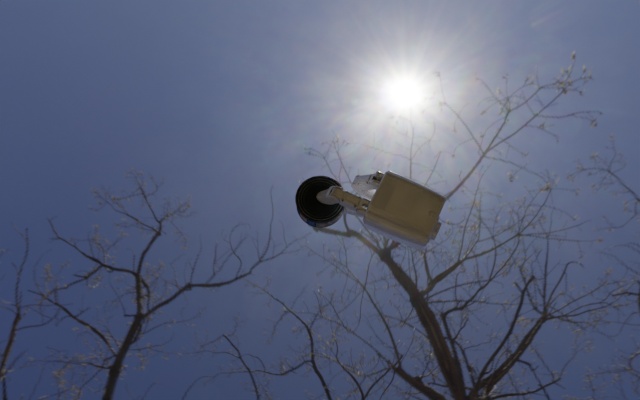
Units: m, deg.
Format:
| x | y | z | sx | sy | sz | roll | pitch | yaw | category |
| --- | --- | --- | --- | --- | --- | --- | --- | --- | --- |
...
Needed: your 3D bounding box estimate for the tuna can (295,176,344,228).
| x | y | z | sx | sy | sz | roll | pitch | yaw | category |
| --- | --- | --- | --- | --- | --- | --- | --- | --- | --- |
| 0.000 | 0.003 | 0.822 | 0.086 | 0.086 | 0.034 | 0 | -22 | 0 | tuna can |
